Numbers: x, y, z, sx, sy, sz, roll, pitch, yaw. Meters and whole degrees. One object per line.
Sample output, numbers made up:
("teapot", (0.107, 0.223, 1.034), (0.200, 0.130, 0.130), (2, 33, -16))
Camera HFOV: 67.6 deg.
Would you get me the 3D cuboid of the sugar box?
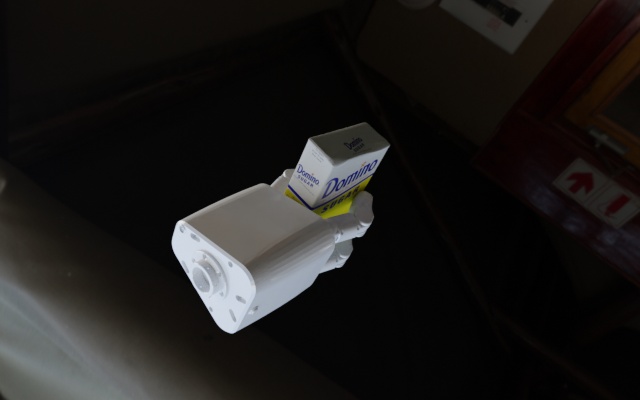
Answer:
("sugar box", (0.000, 0.002, 0.526), (0.093, 0.048, 0.176), (-23, -27, -43))
